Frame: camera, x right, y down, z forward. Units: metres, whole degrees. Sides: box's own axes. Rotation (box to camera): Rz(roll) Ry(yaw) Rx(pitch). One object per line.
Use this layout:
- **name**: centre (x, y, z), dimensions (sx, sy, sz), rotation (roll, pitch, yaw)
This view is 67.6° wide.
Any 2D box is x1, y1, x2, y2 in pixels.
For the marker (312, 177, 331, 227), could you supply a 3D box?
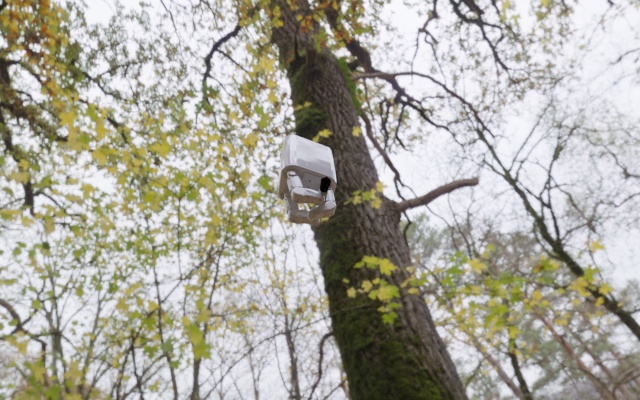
- **marker**: centre (0.000, 0.003, 0.896), dimensions (0.020, 0.121, 0.020), rotation (7, 43, -7)
